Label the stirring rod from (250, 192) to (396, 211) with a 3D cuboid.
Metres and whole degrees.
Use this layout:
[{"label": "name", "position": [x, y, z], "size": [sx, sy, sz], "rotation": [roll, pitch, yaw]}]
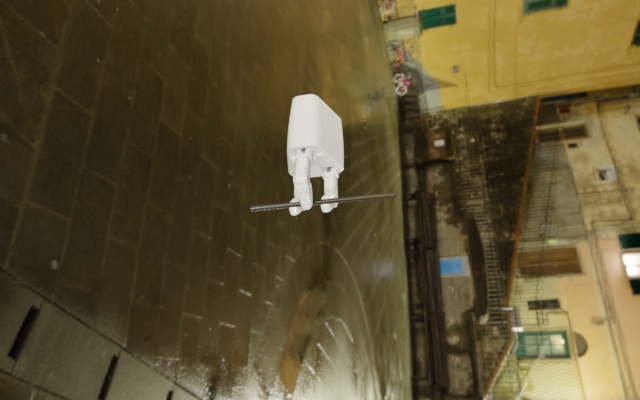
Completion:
[{"label": "stirring rod", "position": [0.000, 0.002, 0.770], "size": [0.239, 0.011, 0.011], "rotation": [-6, -2, 15]}]
